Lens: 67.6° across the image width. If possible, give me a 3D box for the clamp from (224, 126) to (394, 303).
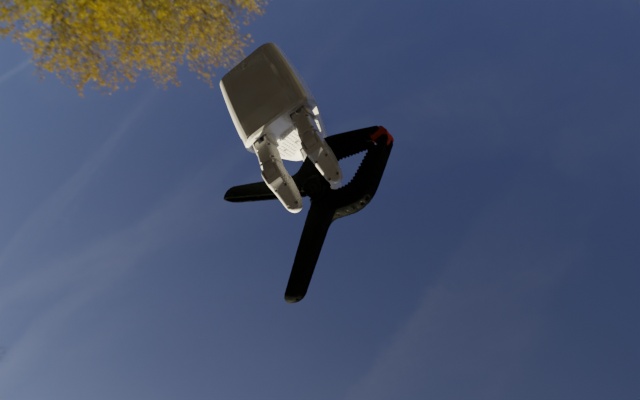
[{"bbox_3d":[0.001,0.001,0.534,0.210,0.164,0.036,-35,-23,14],"label":"clamp"}]
